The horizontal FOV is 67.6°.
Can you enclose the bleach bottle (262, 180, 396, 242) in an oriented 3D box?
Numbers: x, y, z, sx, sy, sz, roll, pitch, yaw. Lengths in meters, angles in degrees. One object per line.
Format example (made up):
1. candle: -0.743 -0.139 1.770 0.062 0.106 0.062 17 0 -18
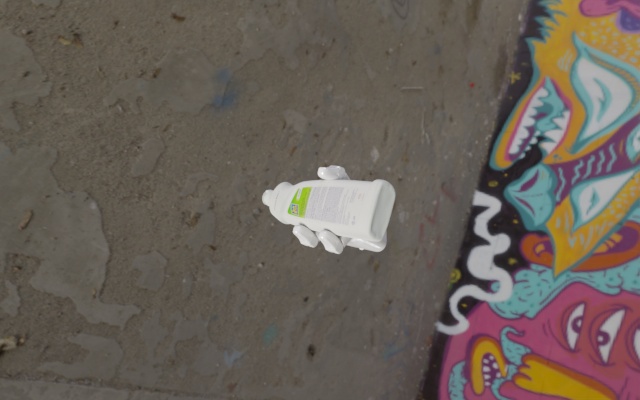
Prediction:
1. bleach bottle: 0.000 0.003 0.837 0.251 0.102 0.068 10 -12 37
